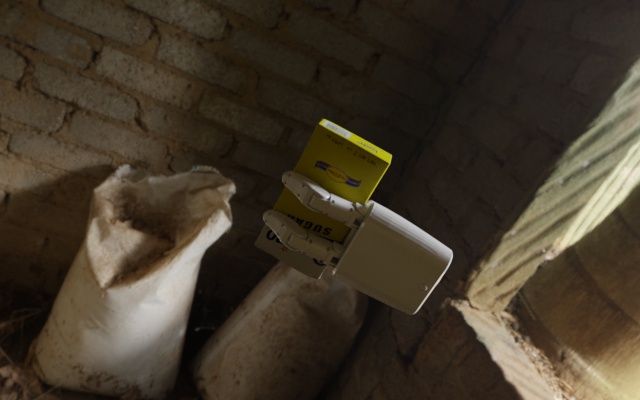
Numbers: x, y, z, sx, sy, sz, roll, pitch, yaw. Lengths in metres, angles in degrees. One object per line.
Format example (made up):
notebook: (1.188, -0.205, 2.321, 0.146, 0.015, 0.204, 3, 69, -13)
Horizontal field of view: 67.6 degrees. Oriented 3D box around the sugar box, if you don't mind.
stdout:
sugar box: (0.000, 0.002, 0.567, 0.093, 0.176, 0.048, 29, 21, 1)
